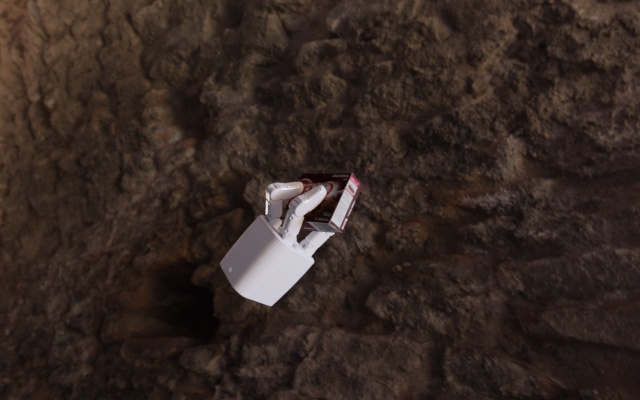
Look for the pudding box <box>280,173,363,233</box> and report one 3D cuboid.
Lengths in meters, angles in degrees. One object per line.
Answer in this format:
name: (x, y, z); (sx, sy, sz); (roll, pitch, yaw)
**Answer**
pudding box: (0.000, 0.003, 0.748); (0.113, 0.090, 0.039); (4, -29, 42)
